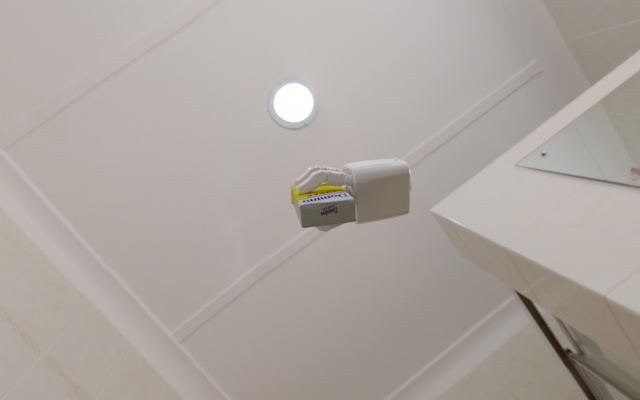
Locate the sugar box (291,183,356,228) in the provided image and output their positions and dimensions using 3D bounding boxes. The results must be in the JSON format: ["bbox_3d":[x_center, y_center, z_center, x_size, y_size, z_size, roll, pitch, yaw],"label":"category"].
[{"bbox_3d":[0.000,0.002,0.855,0.093,0.048,0.176,-7,11,-8],"label":"sugar box"}]
